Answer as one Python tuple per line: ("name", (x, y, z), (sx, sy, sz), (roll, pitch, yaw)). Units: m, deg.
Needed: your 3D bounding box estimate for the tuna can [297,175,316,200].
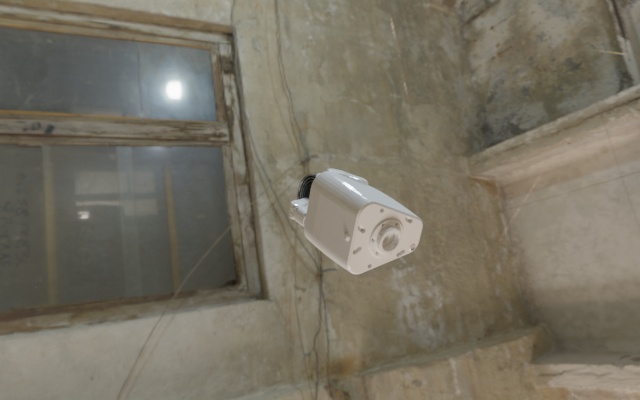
("tuna can", (0.001, 0.002, 0.728), (0.034, 0.086, 0.086), (-5, 3, -32))
